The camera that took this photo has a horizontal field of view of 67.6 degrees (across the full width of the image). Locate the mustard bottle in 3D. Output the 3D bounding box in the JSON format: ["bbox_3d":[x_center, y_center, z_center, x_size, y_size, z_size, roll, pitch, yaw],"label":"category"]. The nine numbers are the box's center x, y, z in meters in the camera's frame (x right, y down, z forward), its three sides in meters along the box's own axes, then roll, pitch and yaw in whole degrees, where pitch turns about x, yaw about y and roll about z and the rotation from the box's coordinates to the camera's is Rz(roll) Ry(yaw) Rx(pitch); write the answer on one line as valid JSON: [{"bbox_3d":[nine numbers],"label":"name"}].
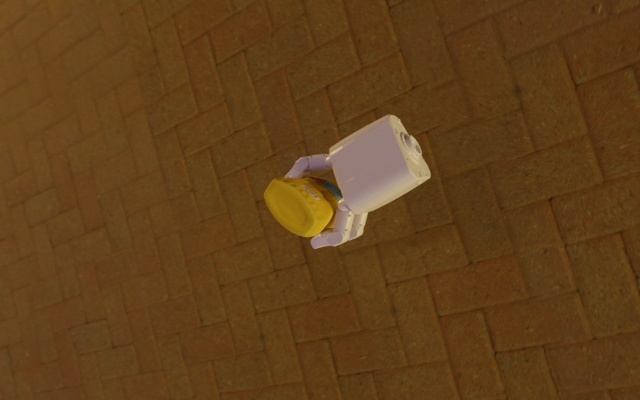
[{"bbox_3d":[0.000,0.003,0.743,0.096,0.058,0.191,42,22,18],"label":"mustard bottle"}]
